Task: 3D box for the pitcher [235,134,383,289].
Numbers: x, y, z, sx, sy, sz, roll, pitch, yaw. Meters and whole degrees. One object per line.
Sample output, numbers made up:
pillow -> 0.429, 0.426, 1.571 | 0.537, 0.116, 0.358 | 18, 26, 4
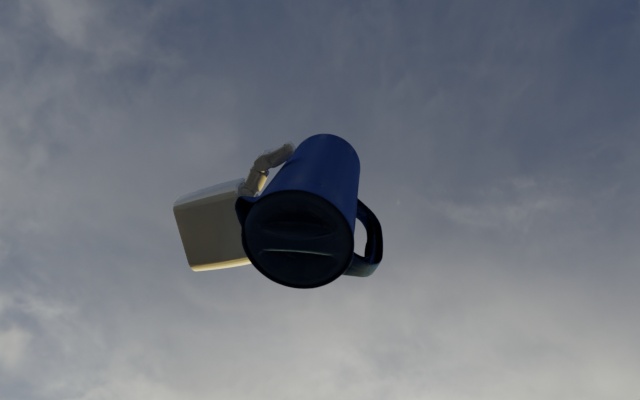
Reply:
pitcher -> 0.000, 0.002, 0.646 | 0.145, 0.149, 0.242 | -14, 23, 17
